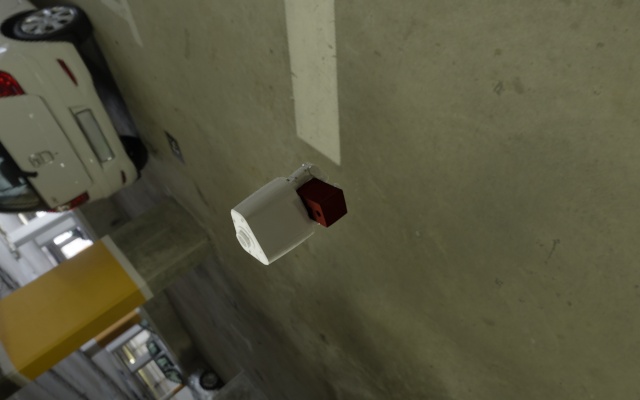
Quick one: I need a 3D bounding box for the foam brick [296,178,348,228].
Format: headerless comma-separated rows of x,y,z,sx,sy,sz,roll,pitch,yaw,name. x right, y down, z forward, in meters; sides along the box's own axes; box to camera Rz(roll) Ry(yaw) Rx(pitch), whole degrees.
0.000,0.003,0.833,0.051,0.053,0.078,-35,38,-26,foam brick
